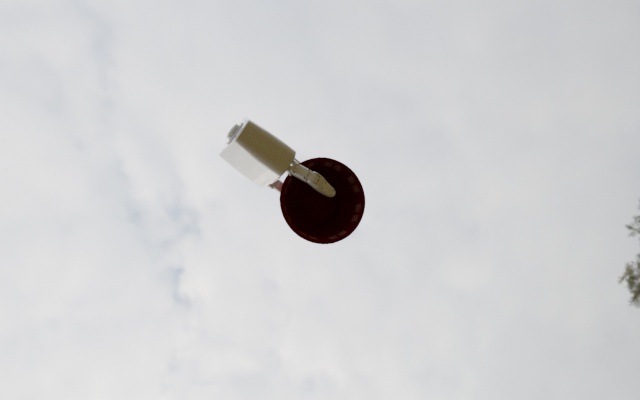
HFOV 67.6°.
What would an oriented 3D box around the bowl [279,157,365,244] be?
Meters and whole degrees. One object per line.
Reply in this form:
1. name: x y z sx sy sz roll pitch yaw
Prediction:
1. bowl: 0.001 0.004 0.900 0.162 0.162 0.055 0 -8 -12
